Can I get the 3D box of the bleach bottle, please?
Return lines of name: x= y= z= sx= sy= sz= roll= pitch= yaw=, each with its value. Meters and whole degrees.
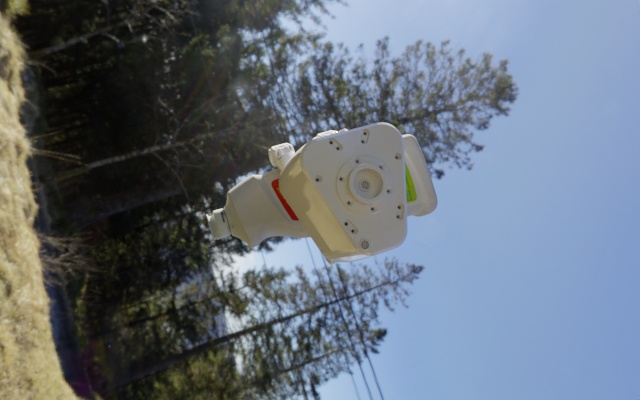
bleach bottle: x=0.000 y=0.002 z=0.542 sx=0.251 sy=0.102 sz=0.068 roll=-17 pitch=-5 yaw=-14
